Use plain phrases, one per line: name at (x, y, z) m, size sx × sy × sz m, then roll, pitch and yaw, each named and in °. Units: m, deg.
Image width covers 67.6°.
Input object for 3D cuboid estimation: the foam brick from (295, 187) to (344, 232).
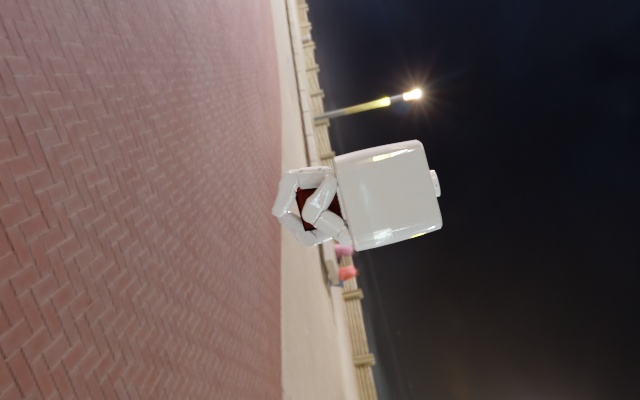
foam brick at (0.000, 0.002, 0.617) m, size 0.051 × 0.053 × 0.078 m, roll -14°, pitch 11°, yaw 5°
